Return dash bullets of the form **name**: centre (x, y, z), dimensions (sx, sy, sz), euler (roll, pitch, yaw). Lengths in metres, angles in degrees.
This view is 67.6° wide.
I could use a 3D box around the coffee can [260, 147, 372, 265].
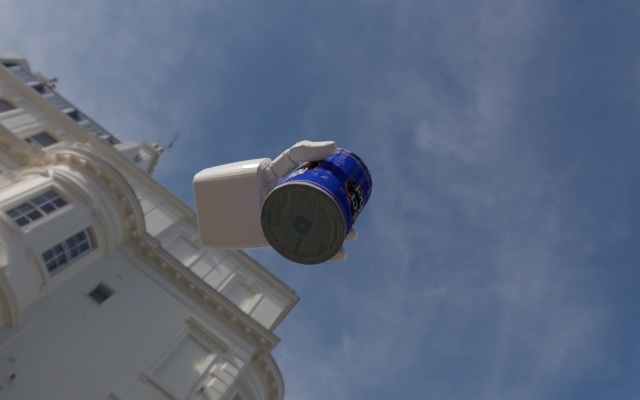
- **coffee can**: centre (0.000, 0.002, 0.600), dimensions (0.103, 0.103, 0.140), euler (0, 23, 20)
